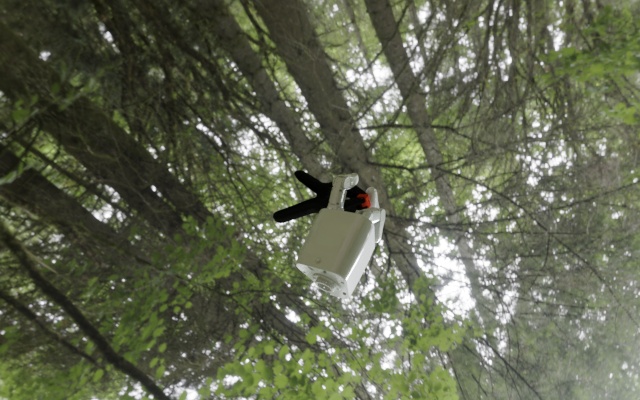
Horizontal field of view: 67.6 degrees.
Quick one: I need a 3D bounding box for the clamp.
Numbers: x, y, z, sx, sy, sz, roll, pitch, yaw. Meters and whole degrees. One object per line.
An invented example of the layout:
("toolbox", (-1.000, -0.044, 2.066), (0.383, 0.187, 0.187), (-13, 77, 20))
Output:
("clamp", (0.001, 0.003, 0.841), (0.171, 0.120, 0.039), (10, -31, 33))
